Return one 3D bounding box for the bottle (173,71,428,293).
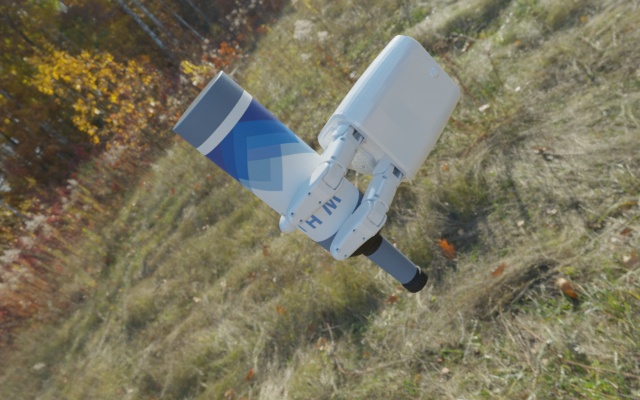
[{"bbox_3d":[0.000,0.001,0.462,0.296,0.069,0.069,40,-17,-22],"label":"bottle"}]
